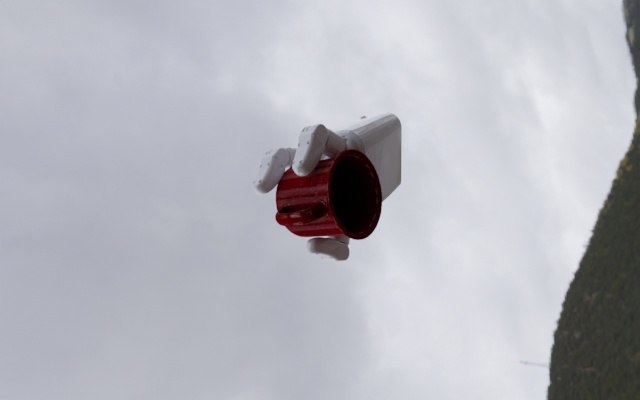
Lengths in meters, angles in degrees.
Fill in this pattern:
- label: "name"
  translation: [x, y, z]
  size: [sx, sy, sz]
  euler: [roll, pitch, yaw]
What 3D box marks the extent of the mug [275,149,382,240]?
- label: "mug"
  translation: [-0.001, 0.002, 0.500]
  size: [0.081, 0.093, 0.117]
  euler: [-7, 17, 40]
